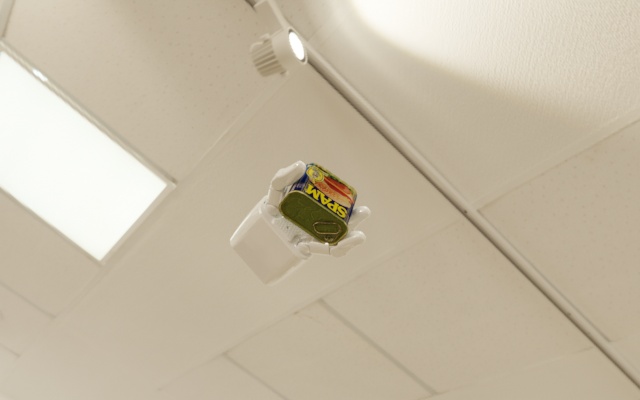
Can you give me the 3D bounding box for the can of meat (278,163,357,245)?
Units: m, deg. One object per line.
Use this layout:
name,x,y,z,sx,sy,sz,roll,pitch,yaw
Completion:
can of meat,0.000,0.002,0.701,0.102,0.084,0.057,35,-51,-10
